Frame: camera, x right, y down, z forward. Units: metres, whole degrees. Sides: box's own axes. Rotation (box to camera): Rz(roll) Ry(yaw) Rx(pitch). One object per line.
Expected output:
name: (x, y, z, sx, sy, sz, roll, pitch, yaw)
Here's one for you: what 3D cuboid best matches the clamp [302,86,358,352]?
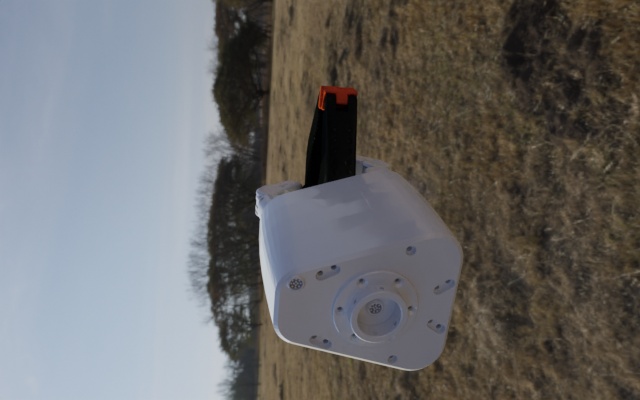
clamp: (-0.001, 0.001, 0.429, 0.036, 0.210, 0.164, 1, 21, -13)
